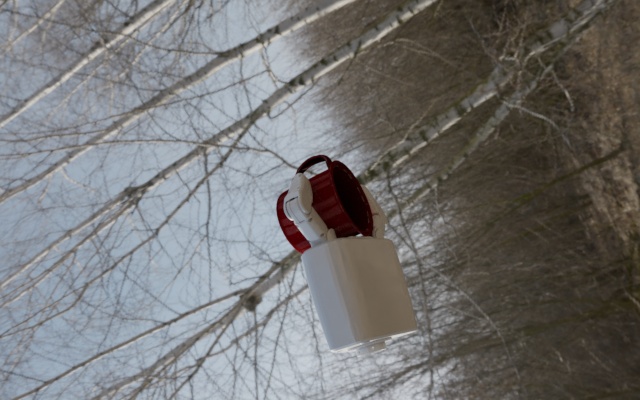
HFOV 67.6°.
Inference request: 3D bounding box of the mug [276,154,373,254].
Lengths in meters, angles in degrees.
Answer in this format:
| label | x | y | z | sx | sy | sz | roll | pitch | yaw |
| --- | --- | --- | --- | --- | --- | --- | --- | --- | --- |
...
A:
| label | x | y | z | sx | sy | sz | roll | pitch | yaw |
| --- | --- | --- | --- | --- | --- | --- | --- | --- | --- |
| mug | -0.001 | 0.001 | 0.555 | 0.081 | 0.117 | 0.093 | -26 | -24 | 22 |
